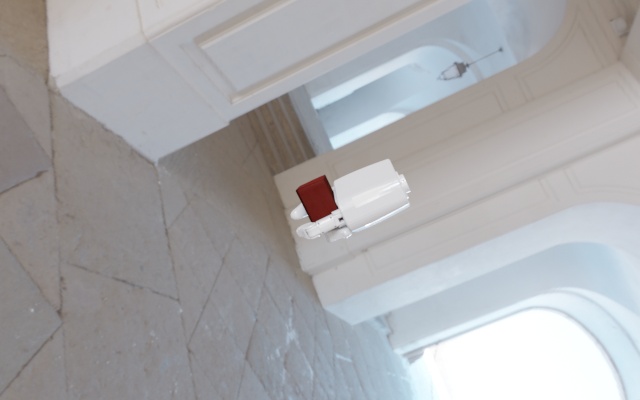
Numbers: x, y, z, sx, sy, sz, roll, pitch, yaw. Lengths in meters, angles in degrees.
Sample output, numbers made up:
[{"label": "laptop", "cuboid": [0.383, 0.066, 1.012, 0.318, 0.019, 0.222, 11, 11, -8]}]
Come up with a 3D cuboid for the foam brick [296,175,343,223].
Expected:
[{"label": "foam brick", "cuboid": [0.000, 0.002, 0.806, 0.051, 0.078, 0.053, -25, 9, 9]}]
